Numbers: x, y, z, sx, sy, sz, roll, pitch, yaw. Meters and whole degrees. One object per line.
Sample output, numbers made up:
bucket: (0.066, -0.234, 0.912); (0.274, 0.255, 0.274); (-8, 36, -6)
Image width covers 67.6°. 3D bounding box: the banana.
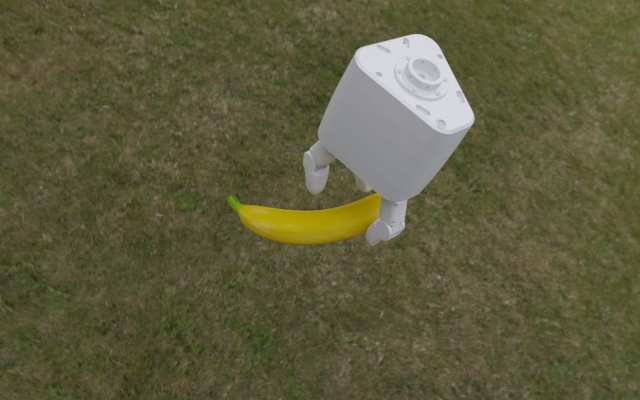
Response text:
banana: (0.000, 0.017, 0.527); (0.198, 0.069, 0.037); (0, -33, -16)
